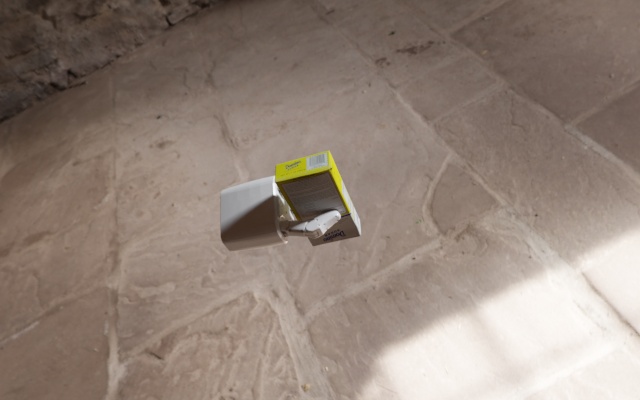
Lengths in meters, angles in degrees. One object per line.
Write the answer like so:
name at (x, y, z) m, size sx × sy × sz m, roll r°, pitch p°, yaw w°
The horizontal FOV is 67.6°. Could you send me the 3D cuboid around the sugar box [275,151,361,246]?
sugar box at (0.000, 0.002, 0.793) m, size 0.093 × 0.048 × 0.176 m, roll -13°, pitch -41°, yaw 13°
